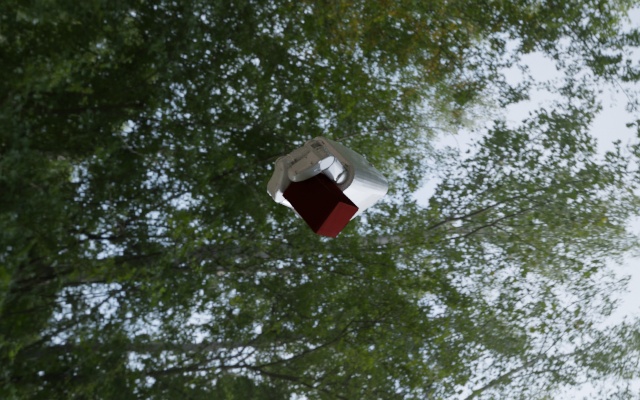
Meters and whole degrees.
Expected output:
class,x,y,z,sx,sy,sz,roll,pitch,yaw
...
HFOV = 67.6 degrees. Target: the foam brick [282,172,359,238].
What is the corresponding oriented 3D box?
class,x,y,z,sx,sy,sz,roll,pitch,yaw
foam brick,0.000,0.002,0.611,0.078,0.053,0.051,48,15,33
